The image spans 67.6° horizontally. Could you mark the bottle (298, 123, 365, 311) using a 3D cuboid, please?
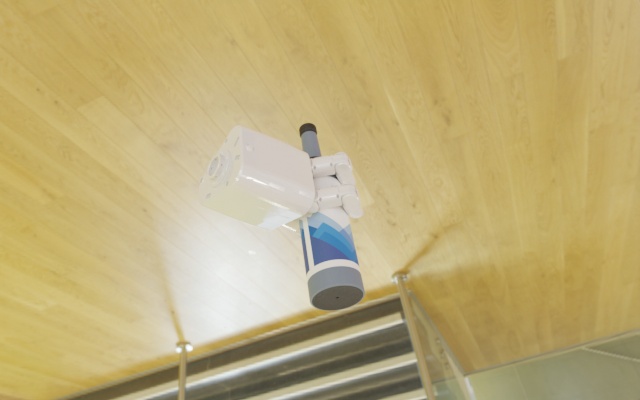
[{"bbox_3d":[0.000,0.002,0.656,0.069,0.295,0.069,-6,-38,-5],"label":"bottle"}]
